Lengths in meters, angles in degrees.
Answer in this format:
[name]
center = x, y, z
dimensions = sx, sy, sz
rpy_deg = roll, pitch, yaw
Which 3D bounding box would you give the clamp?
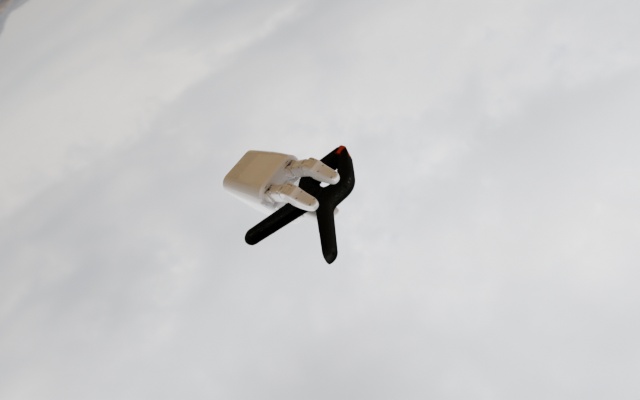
[clamp]
center = 0.001, 0.002, 0.715
dimensions = 0.164, 0.210, 0.036
rpy_deg = 16, -30, 40
